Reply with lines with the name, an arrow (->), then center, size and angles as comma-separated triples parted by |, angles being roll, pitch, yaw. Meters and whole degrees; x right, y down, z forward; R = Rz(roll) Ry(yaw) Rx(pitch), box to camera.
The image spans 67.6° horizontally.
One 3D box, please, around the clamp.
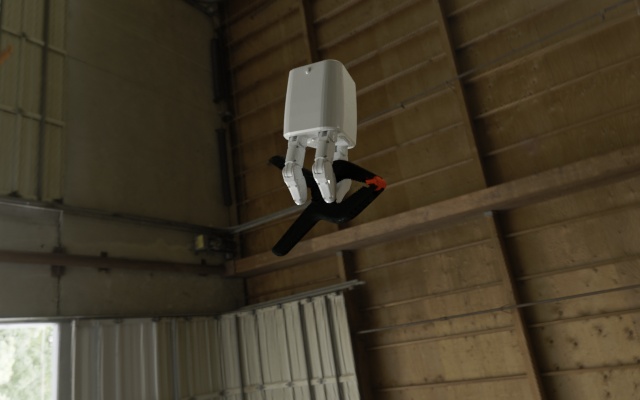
clamp -> 0.001, 0.002, 0.720 | 0.210, 0.164, 0.036 | -4, -10, 36
